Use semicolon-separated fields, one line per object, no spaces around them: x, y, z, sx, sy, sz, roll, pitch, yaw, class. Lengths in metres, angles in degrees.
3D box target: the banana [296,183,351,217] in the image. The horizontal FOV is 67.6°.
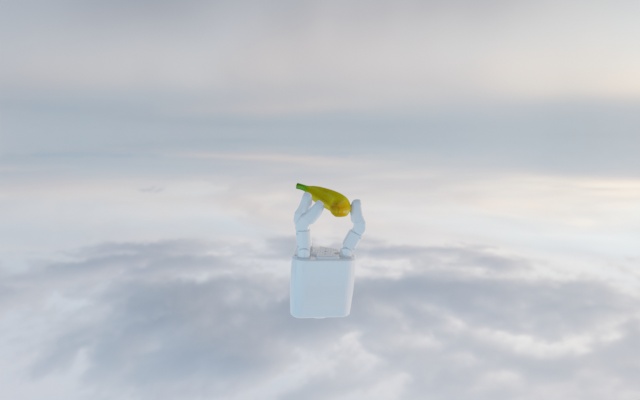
0.016;0.003;0.862;0.069;0.037;0.197;4;10;-23;banana
